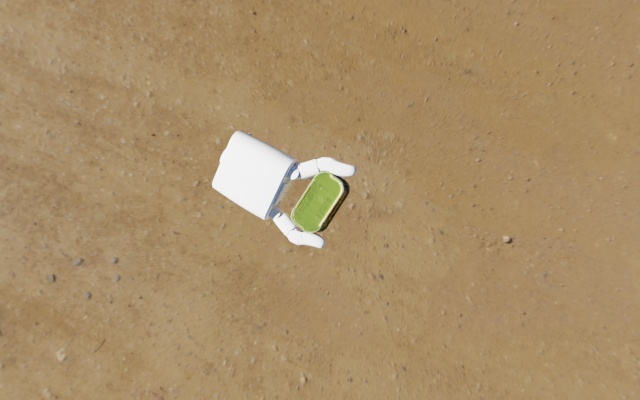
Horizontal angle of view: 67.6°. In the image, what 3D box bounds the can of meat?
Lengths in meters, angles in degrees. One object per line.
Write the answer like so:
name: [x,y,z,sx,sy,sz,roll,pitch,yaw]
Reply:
can of meat: [0.000,0.003,0.764,0.057,0.102,0.084,33,4,6]
